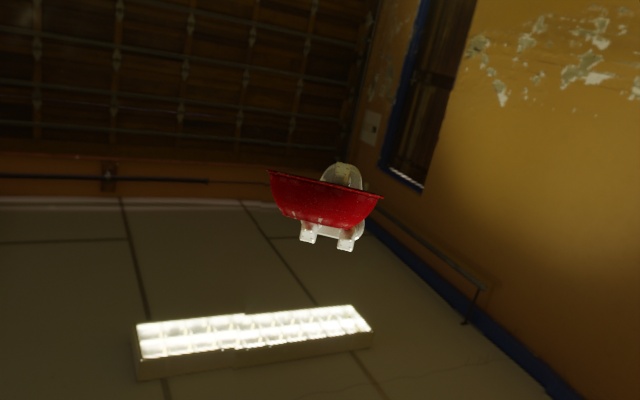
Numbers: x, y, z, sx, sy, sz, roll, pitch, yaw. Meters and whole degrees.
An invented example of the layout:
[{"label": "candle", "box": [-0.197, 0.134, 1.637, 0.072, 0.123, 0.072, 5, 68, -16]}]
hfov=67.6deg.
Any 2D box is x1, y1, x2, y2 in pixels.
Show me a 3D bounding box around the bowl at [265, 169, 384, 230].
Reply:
[{"label": "bowl", "box": [0.000, 0.002, 0.637, 0.162, 0.055, 0.162, 13, 1, 0]}]
